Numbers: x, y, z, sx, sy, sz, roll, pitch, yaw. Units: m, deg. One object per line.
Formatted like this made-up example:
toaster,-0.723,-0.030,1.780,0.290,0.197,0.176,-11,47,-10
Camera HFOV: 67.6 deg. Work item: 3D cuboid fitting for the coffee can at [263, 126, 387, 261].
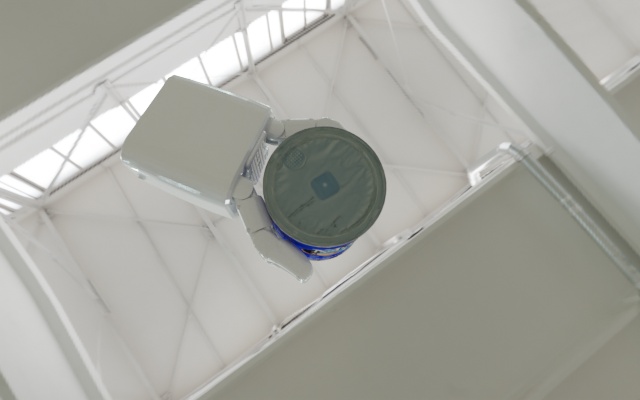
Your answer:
coffee can,0.000,0.001,0.460,0.103,0.102,0.140,0,-12,-3
